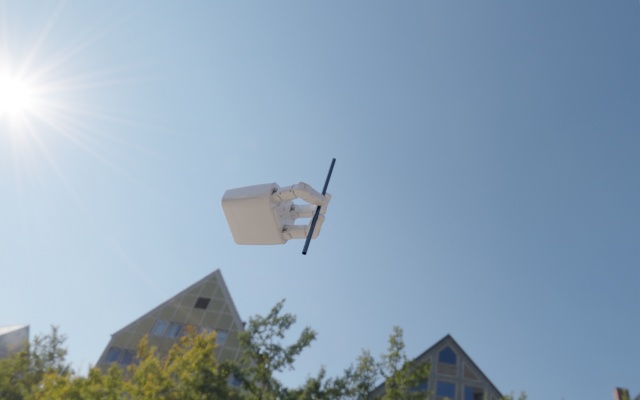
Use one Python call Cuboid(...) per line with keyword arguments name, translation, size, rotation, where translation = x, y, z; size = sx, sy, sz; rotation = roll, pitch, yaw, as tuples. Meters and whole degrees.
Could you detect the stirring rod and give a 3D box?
Cuboid(name="stirring rod", translation=(0.000, 0.003, 0.859), size=(0.011, 0.011, 0.239), rotation=(0, 44, 18))
